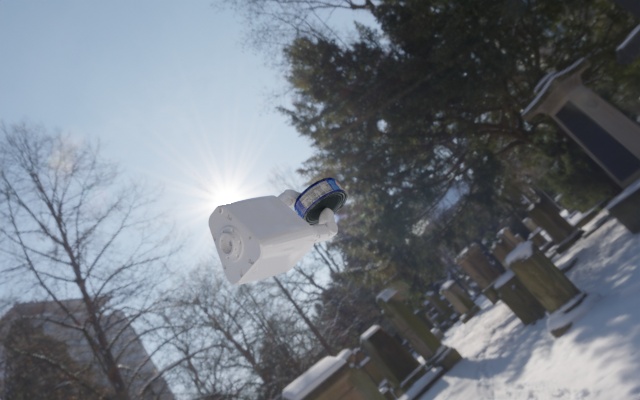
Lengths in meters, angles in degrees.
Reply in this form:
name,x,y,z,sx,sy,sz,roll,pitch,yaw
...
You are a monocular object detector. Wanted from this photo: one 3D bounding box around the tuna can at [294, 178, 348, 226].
name,x,y,z,sx,sy,sz,roll,pitch,yaw
tuna can,0.000,0.002,0.780,0.086,0.033,0.086,-30,-24,-15
